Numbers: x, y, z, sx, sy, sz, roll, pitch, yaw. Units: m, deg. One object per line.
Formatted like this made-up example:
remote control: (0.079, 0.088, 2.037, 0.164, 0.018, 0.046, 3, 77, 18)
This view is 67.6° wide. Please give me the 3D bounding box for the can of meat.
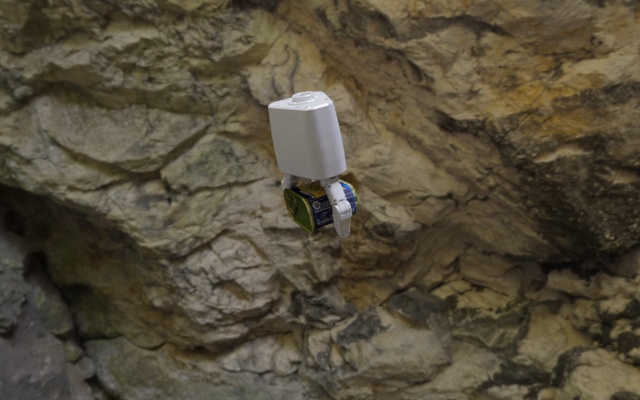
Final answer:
can of meat: (0.000, 0.002, 0.755, 0.084, 0.057, 0.102, -20, 22, -20)
